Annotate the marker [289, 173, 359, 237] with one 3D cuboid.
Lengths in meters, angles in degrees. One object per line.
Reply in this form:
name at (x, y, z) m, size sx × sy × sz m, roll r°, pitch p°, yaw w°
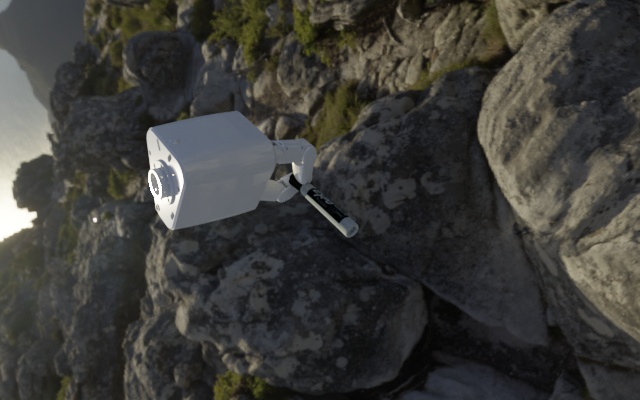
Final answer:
marker at (0.000, 0.002, 0.578) m, size 0.020 × 0.020 × 0.121 m, roll 0°, pitch 34°, yaw -47°
